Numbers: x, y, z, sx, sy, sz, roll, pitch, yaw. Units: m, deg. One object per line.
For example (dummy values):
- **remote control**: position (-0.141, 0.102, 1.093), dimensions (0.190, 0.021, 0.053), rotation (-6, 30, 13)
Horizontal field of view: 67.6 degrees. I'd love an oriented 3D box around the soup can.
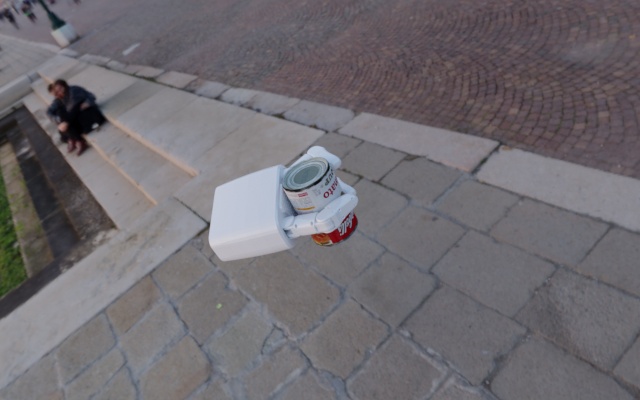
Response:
- **soup can**: position (0.000, 0.002, 0.628), dimensions (0.068, 0.102, 0.068), rotation (-19, 34, 14)
